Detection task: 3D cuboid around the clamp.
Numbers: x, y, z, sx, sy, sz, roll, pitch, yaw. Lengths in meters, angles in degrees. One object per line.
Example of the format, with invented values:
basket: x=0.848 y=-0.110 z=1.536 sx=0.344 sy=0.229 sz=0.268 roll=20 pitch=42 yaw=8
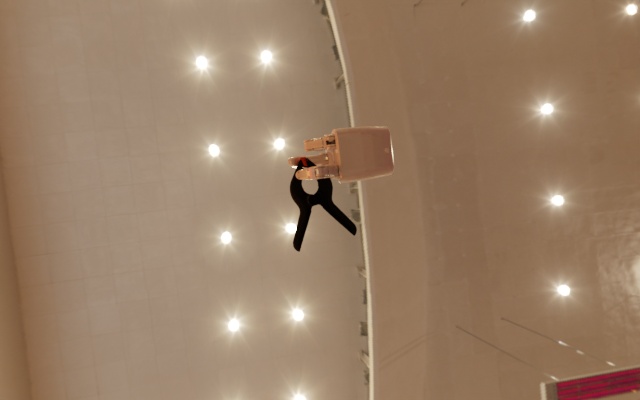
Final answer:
clamp: x=0.000 y=0.003 z=0.881 sx=0.120 sy=0.171 sz=0.039 roll=-7 pitch=1 yaw=-12
